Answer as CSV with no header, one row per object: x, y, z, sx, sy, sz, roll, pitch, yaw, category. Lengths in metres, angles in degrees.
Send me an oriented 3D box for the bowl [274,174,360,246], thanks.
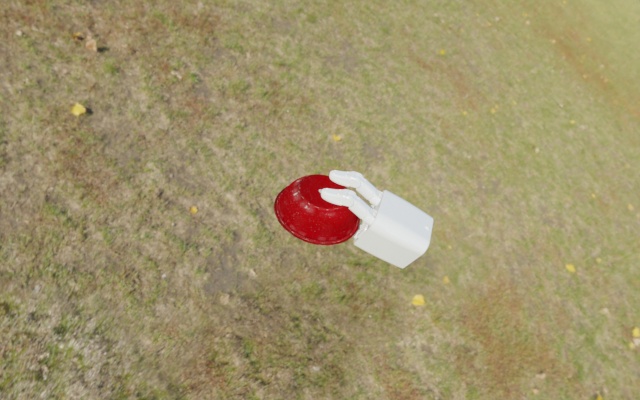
-0.001,0.002,0.858,0.162,0.055,0.162,9,42,-9,bowl
